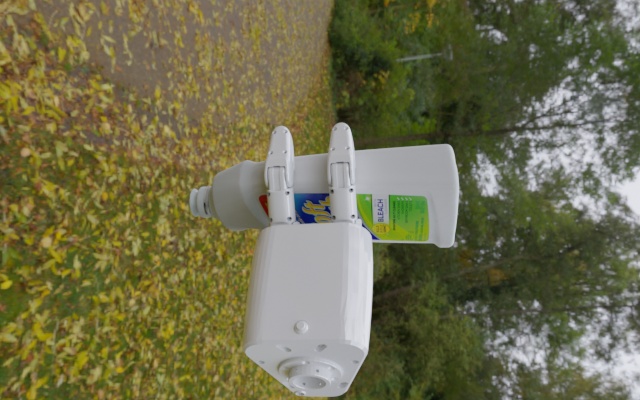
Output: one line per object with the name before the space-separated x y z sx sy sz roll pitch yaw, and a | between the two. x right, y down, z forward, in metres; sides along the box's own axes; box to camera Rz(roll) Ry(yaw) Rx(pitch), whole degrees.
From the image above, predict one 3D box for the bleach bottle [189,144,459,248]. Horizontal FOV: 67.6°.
bleach bottle | 0.000 0.001 0.464 0.251 0.068 0.103 -3 -43 8
